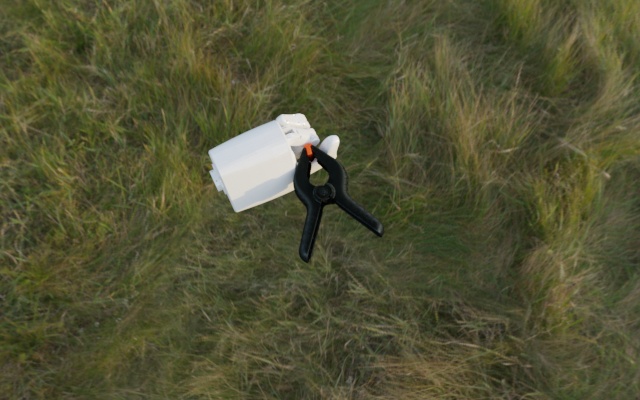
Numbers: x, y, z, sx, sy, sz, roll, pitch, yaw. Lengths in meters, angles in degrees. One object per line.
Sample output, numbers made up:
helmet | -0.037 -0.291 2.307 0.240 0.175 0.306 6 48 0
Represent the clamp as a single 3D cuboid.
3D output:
clamp | 0.000 0.002 0.673 0.120 0.171 0.039 -25 -23 -8
